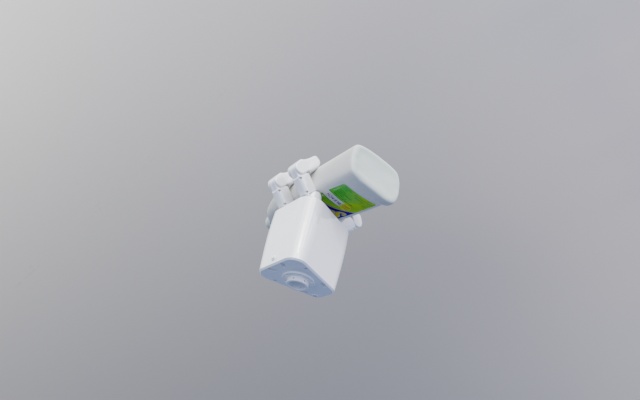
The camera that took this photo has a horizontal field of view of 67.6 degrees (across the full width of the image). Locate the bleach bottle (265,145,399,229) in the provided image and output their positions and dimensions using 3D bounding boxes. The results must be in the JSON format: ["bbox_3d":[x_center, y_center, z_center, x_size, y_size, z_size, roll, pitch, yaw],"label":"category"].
[{"bbox_3d":[0.000,0.002,0.770,0.102,0.068,0.251,34,-40,-26],"label":"bleach bottle"}]
